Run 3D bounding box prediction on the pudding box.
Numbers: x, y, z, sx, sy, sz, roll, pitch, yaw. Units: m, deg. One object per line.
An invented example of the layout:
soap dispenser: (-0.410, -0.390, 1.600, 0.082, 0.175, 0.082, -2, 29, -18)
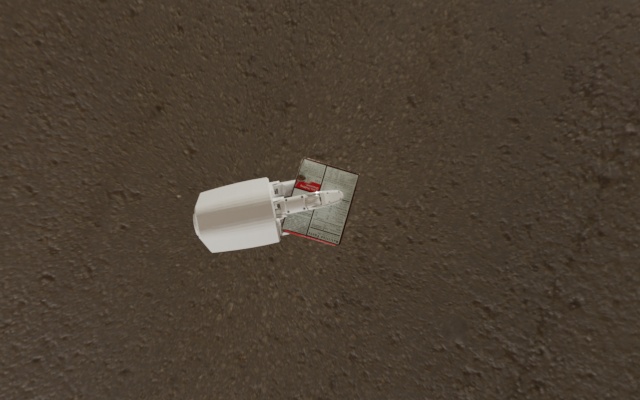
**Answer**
pudding box: (0.000, 0.002, 0.699, 0.090, 0.113, 0.039, 17, -2, -3)
